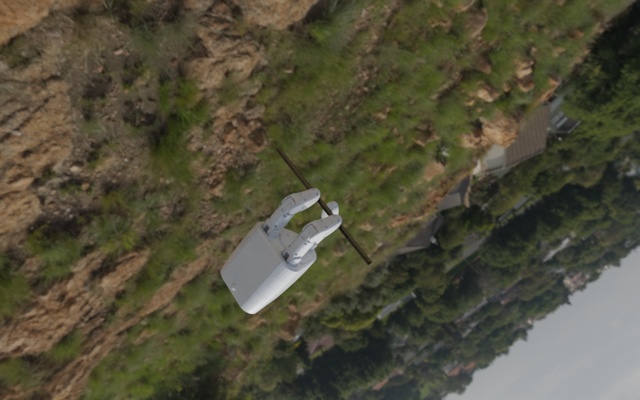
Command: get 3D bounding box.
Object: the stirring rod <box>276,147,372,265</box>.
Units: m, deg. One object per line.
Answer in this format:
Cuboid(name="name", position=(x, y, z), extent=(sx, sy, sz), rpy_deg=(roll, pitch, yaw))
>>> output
Cuboid(name="stirring rod", position=(0.000, 0.002, 0.713), extent=(0.011, 0.239, 0.011), rpy_deg=(-31, -26, -17))
